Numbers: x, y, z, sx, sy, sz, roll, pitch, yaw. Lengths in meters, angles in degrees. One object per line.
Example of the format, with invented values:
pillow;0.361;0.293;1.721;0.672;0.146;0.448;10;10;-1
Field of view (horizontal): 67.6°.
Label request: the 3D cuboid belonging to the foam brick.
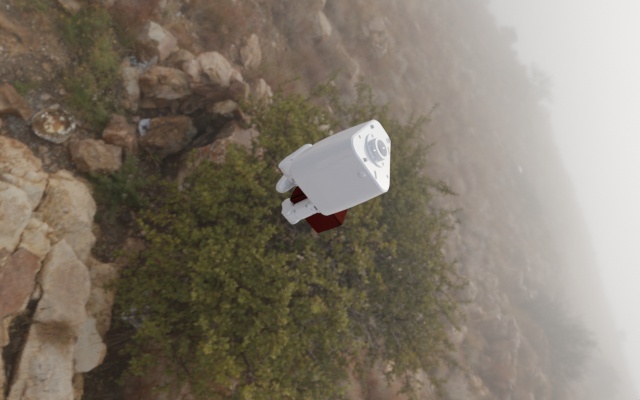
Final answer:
foam brick;0.000;0.003;0.742;0.051;0.078;0.053;-21;30;34
